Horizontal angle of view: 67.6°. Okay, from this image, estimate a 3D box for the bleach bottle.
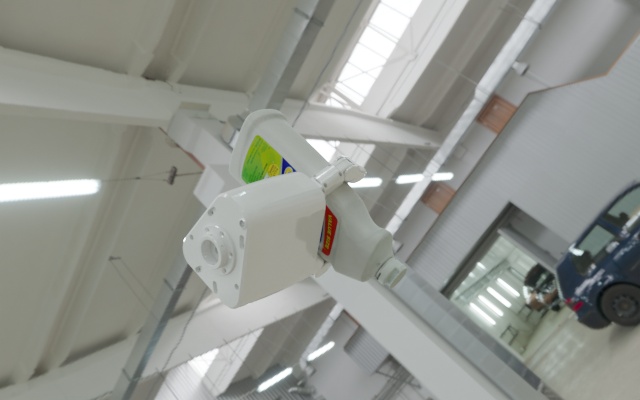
[{"bbox_3d":[0.000,0.002,0.555,0.250,0.103,0.068,41,32,24],"label":"bleach bottle"}]
